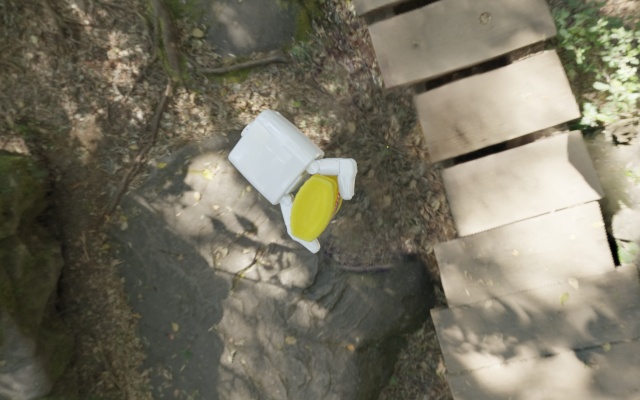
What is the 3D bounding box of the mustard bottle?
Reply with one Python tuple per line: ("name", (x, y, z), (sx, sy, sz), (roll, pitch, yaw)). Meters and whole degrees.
("mustard bottle", (0.000, 0.003, 0.762), (0.058, 0.096, 0.191), (19, 9, 5))
